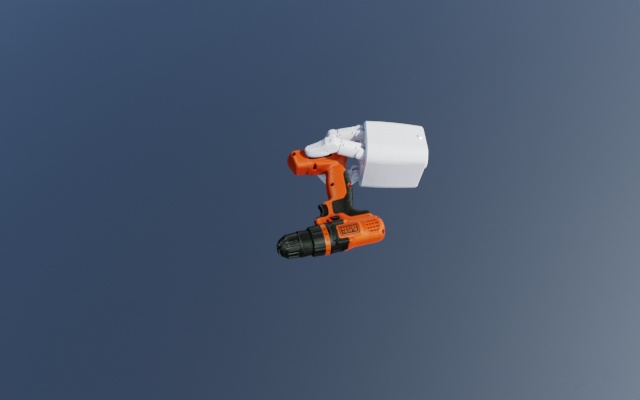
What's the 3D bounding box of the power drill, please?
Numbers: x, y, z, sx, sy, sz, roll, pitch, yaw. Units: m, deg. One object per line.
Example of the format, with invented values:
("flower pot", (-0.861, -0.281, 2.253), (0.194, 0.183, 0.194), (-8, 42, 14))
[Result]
("power drill", (0.000, 0.002, 0.815), (0.184, 0.187, 0.057), (-9, -22, -16))
